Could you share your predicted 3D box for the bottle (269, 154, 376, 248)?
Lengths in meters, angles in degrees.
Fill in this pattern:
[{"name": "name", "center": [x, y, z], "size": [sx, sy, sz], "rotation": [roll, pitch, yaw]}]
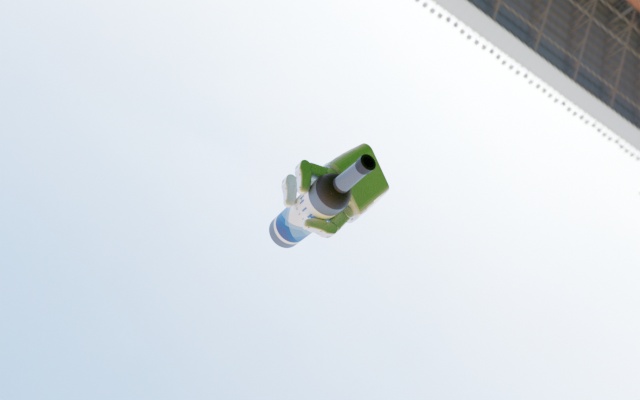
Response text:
[{"name": "bottle", "center": [0.000, 0.003, 0.814], "size": [0.069, 0.069, 0.296], "rotation": [0, -24, -31]}]
